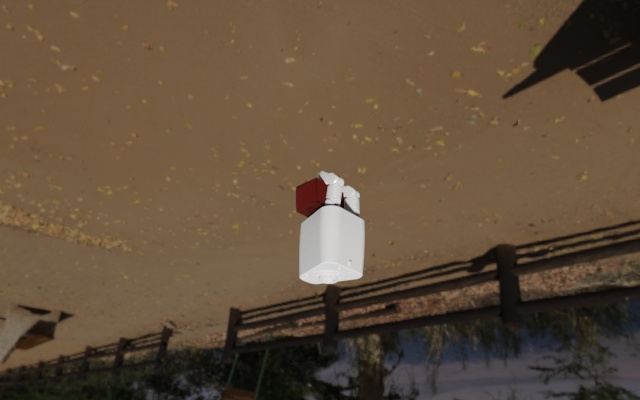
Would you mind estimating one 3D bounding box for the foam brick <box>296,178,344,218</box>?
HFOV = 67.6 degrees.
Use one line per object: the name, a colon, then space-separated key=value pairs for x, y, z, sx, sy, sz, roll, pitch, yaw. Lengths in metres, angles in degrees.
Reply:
foam brick: x=0.000 y=0.003 z=0.866 sx=0.053 sy=0.051 sz=0.078 roll=-25 pitch=-39 yaw=37
